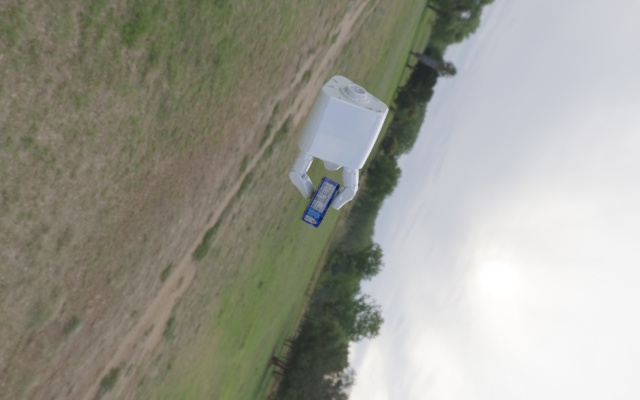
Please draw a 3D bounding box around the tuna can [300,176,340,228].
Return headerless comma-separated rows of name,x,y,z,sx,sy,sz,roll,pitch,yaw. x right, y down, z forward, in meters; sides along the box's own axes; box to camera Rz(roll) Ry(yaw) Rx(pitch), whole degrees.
tuna can,0.001,0.003,0.813,0.034,0.086,0.086,28,0,0
